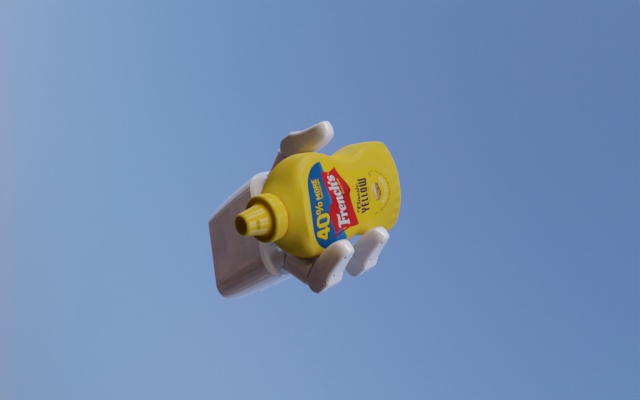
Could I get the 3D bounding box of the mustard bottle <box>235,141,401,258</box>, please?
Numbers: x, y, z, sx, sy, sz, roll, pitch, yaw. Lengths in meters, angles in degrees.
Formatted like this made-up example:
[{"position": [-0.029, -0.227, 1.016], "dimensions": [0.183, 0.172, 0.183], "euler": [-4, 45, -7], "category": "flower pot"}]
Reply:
[{"position": [0.000, 0.001, 0.448], "dimensions": [0.058, 0.096, 0.191], "euler": [1, 12, 43], "category": "mustard bottle"}]
